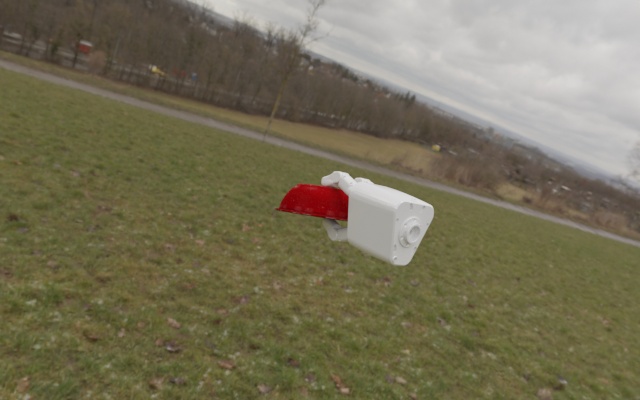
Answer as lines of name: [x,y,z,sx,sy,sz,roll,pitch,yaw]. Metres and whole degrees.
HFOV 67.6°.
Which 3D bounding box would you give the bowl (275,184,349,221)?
bowl: [-0.001,0.002,0.877,0.162,0.055,0.162,8,-1,0]
